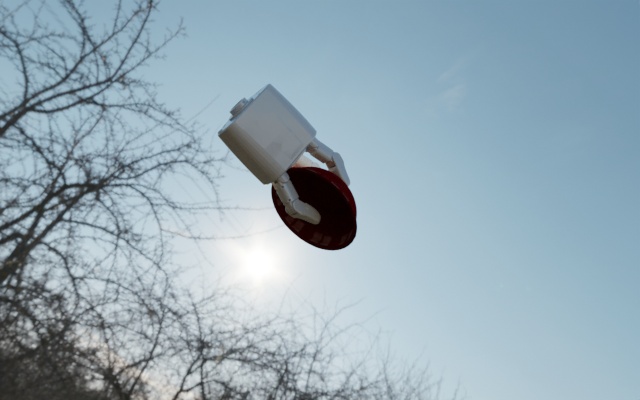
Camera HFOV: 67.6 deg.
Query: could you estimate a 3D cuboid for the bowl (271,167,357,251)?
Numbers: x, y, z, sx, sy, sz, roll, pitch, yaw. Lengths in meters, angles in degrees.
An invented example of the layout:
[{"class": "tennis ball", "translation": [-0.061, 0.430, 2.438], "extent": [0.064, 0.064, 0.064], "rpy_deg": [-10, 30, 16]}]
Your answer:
[{"class": "bowl", "translation": [0.001, 0.003, 0.775], "extent": [0.162, 0.162, 0.055], "rpy_deg": [0, 33, 39]}]
